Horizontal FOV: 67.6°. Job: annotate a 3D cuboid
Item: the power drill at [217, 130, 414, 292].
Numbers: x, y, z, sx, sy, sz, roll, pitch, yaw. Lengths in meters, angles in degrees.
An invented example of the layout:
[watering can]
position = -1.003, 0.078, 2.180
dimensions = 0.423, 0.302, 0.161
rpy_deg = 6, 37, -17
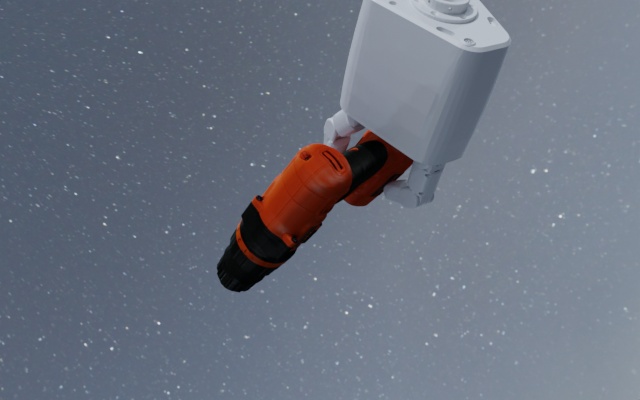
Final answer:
[power drill]
position = 0.000, 0.001, 0.444
dimensions = 0.187, 0.057, 0.184
rpy_deg = -34, -9, -49
